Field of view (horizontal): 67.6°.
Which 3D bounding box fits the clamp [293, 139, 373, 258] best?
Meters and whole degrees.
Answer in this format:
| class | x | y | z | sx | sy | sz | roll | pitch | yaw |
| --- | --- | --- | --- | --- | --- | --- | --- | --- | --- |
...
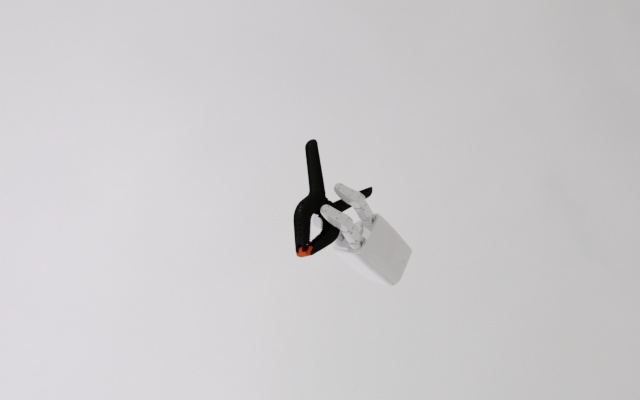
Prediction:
| class | x | y | z | sx | sy | sz | roll | pitch | yaw |
| --- | --- | --- | --- | --- | --- | --- | --- | --- | --- |
| clamp | 0.000 | 0.004 | 0.850 | 0.164 | 0.210 | 0.036 | 43 | -34 | -19 |
